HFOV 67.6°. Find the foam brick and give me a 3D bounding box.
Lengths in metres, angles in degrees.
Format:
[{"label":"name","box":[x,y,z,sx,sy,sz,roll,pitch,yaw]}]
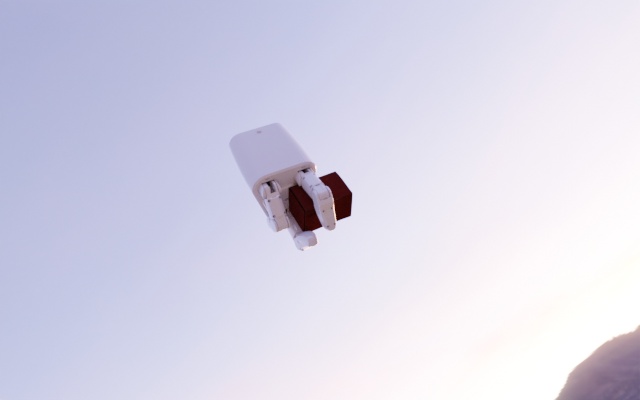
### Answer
[{"label":"foam brick","box":[0.000,0.002,0.684,0.078,0.053,0.051,-20,52,-19]}]
